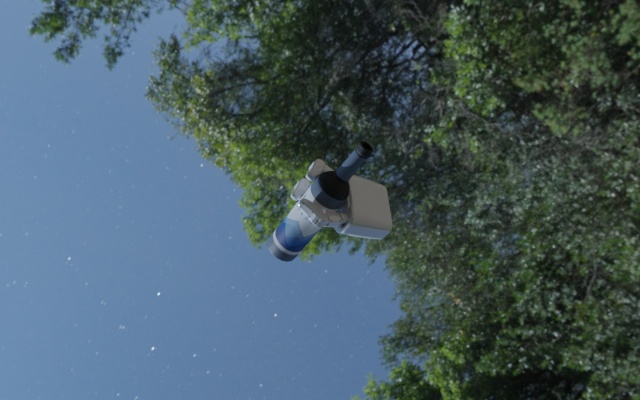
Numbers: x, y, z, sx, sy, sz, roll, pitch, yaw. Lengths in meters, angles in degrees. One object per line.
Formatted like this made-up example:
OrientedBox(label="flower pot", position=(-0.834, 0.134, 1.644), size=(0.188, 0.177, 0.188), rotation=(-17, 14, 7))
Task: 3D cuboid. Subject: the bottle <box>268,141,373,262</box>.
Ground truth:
OrientedBox(label="bottle", position=(0.000, 0.003, 0.884), size=(0.069, 0.069, 0.296), rotation=(0, -40, -44))
